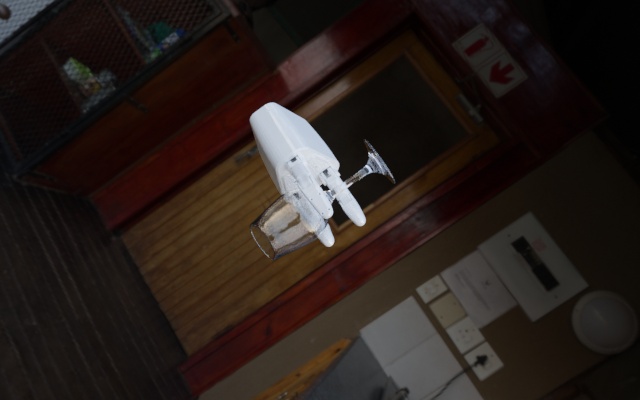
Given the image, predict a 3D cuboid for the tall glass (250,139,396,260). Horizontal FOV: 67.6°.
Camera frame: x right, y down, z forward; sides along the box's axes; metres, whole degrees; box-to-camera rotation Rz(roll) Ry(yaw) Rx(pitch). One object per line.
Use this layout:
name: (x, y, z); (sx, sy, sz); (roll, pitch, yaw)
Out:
tall glass: (0.001, 0.002, 0.663); (0.201, 0.079, 0.079); (-35, -3, 4)
